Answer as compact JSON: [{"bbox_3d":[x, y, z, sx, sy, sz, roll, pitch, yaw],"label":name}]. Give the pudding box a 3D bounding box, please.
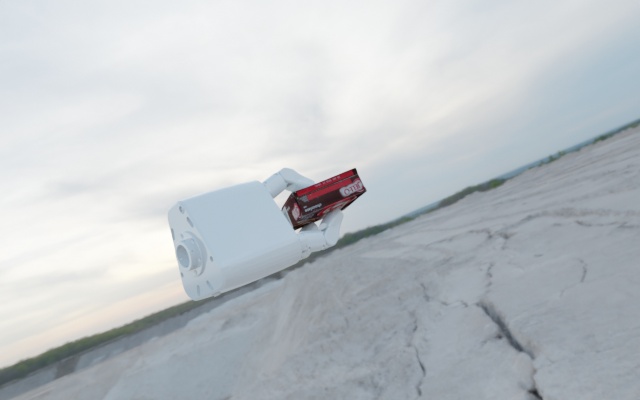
[{"bbox_3d":[0.000,0.002,0.624,0.090,0.039,0.113,-21,-6,-16],"label":"pudding box"}]
